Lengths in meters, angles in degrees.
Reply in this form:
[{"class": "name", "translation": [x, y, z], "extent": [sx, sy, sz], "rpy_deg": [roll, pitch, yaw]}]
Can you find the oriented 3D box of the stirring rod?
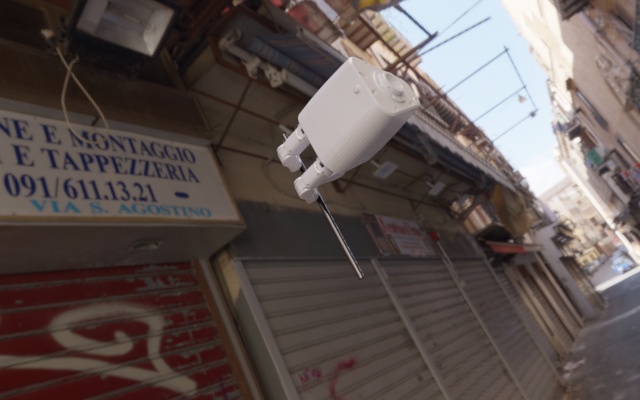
[{"class": "stirring rod", "translation": [0.000, 0.002, 0.662], "extent": [0.011, 0.239, 0.011], "rpy_deg": [-25, -21, -10]}]
